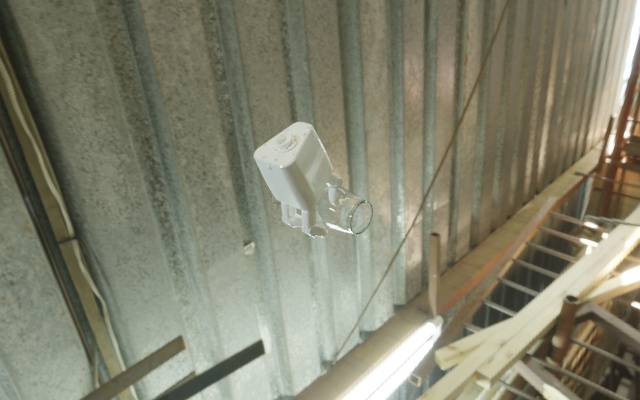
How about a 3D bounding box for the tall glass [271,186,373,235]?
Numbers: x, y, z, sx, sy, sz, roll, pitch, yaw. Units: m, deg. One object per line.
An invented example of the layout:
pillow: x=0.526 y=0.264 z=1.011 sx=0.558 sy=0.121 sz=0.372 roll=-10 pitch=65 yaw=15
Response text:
tall glass: x=0.000 y=0.003 z=0.895 sx=0.201 sy=0.079 sz=0.079 roll=21 pitch=14 yaw=39
